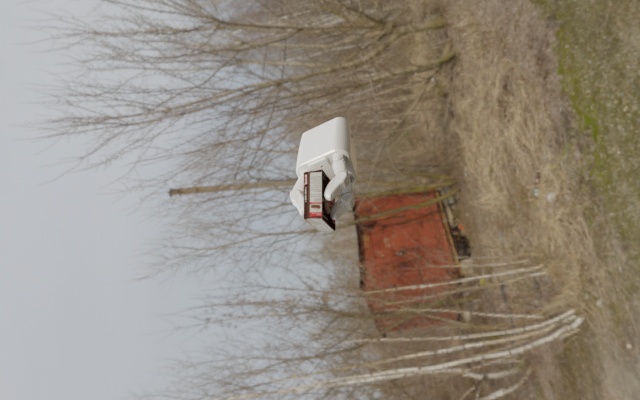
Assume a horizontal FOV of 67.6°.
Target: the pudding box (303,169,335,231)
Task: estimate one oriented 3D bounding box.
[{"bbox_3d":[0.000,0.003,0.872,0.039,0.090,0.113,-5,-15,15],"label":"pudding box"}]
